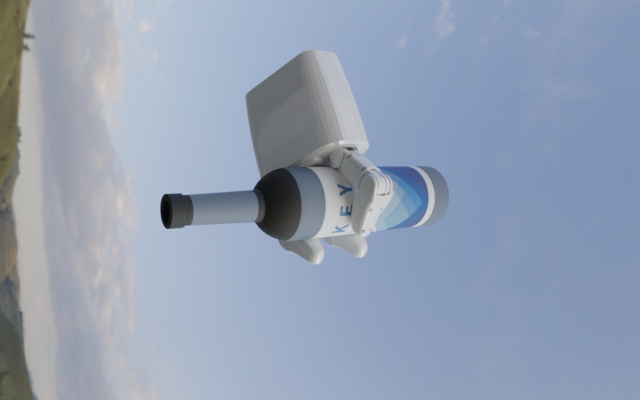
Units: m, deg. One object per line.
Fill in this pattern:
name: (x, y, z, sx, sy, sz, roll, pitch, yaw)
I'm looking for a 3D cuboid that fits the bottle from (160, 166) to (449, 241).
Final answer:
bottle: (0.000, 0.002, 0.452, 0.296, 0.069, 0.069, -3, 2, -36)
